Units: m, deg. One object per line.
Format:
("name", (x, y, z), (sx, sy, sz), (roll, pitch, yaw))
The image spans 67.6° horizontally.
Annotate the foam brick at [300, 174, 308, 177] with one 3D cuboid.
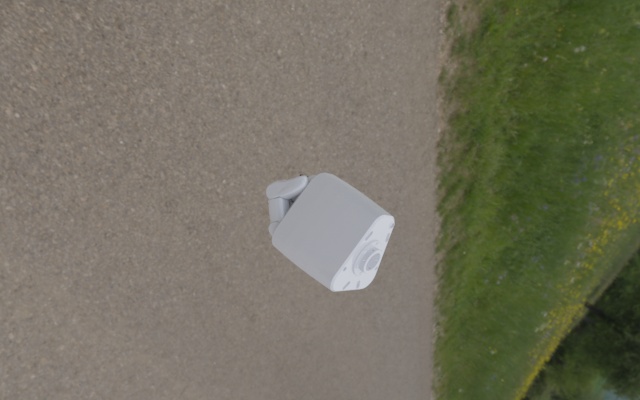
("foam brick", (0.000, 0.002, 0.673), (0.051, 0.053, 0.078), (34, 14, 34))
